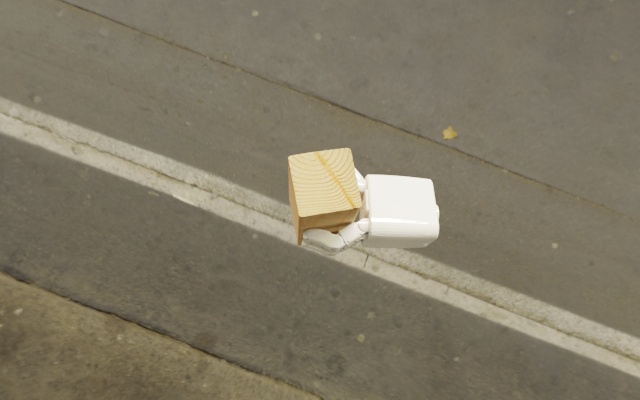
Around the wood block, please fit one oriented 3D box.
[{"bbox_3d":[0.000,0.002,0.748,0.090,0.090,0.206,-9,-16,-6],"label":"wood block"}]
